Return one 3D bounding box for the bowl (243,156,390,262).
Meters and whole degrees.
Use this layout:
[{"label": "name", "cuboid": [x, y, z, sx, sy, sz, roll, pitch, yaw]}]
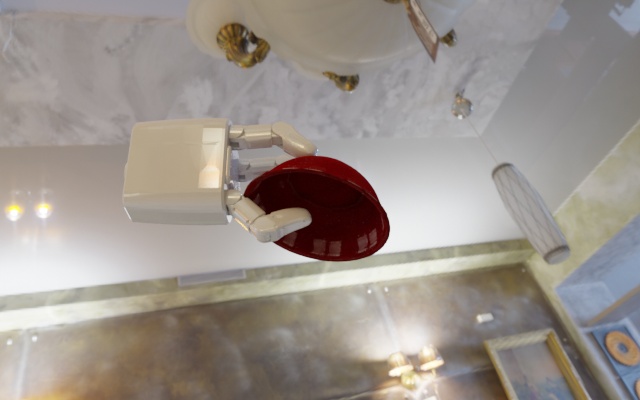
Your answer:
[{"label": "bowl", "cuboid": [0.001, 0.002, 0.526, 0.162, 0.055, 0.162, 11, -37, 8]}]
